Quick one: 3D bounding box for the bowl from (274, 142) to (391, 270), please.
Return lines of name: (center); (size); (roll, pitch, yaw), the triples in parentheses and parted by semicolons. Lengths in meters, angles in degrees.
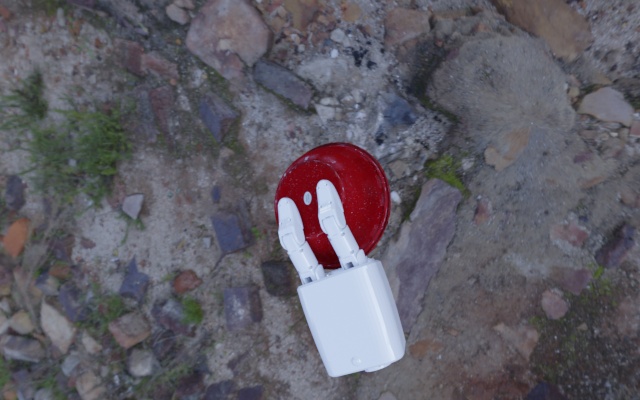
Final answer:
bowl: (-0.001, 0.001, 0.577); (0.162, 0.162, 0.055); (0, -8, 30)
